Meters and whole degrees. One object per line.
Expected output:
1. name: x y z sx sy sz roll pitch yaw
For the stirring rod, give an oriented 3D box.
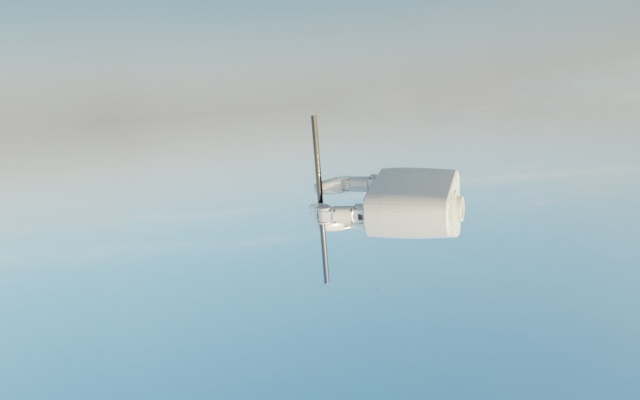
1. stirring rod: 0.000 0.002 0.670 0.011 0.239 0.011 -4 11 1
